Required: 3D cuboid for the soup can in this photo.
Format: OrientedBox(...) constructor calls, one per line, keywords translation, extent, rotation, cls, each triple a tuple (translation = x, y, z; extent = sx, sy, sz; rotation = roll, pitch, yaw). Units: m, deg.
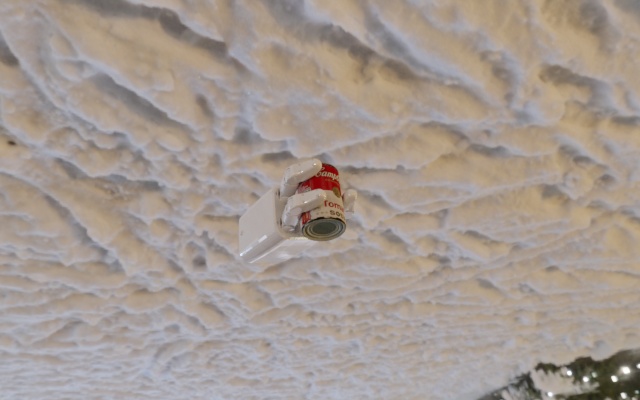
OrientedBox(translation=(0.001, 0.002, 0.728), extent=(0.068, 0.102, 0.069), rotation=(-5, -34, -3), cls="soup can")
